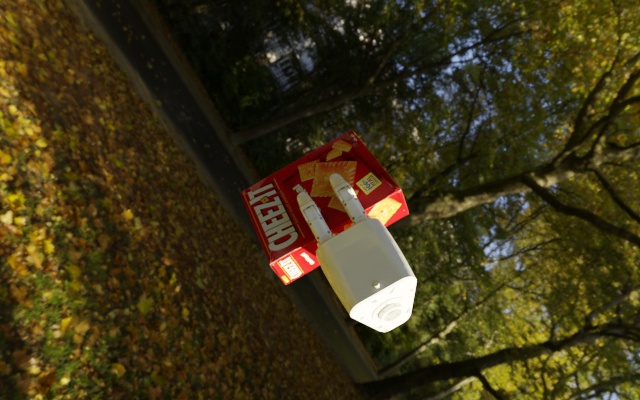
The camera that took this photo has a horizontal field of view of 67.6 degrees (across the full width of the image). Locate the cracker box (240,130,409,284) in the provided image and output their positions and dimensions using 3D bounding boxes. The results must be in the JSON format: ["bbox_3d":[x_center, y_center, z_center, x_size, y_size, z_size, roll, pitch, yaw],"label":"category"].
[{"bbox_3d":[0.000,0.002,0.736,0.213,0.164,0.072,-29,-42,-1],"label":"cracker box"}]
